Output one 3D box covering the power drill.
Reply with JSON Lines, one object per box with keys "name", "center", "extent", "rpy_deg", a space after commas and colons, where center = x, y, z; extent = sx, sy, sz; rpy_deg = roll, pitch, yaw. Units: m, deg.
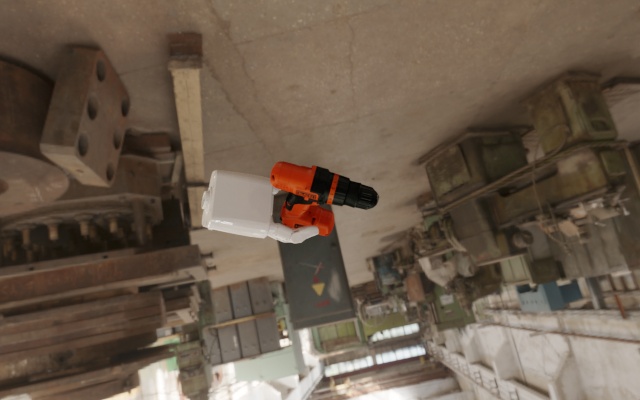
{"name": "power drill", "center": [0.000, 0.003, 0.858], "extent": [0.184, 0.057, 0.188], "rpy_deg": [17, -26, 1]}
